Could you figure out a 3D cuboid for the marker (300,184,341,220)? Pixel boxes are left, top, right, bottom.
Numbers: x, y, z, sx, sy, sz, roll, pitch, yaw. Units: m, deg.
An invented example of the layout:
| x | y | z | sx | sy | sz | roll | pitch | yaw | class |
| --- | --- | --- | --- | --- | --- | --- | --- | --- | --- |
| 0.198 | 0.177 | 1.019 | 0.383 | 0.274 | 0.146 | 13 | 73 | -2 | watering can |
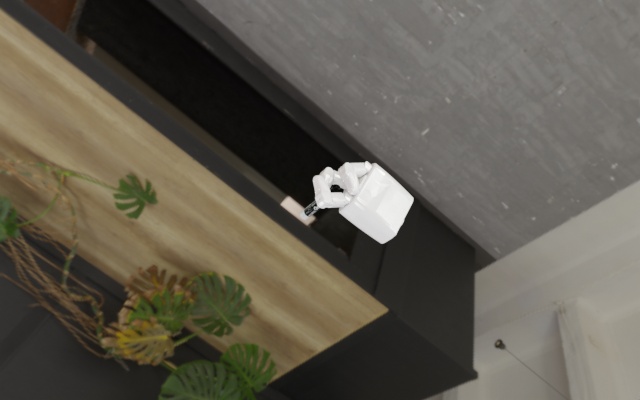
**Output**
| x | y | z | sx | sy | sz | roll | pitch | yaw | class |
| --- | --- | --- | --- | --- | --- | --- | --- | --- | --- |
| 0.000 | 0.003 | 0.899 | 0.020 | 0.020 | 0.121 | 0 | -27 | -37 | marker |
